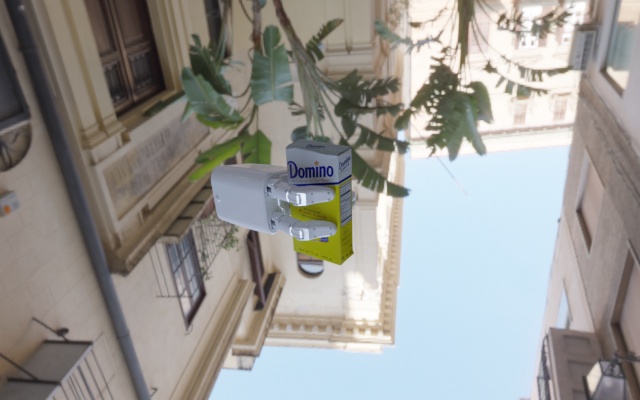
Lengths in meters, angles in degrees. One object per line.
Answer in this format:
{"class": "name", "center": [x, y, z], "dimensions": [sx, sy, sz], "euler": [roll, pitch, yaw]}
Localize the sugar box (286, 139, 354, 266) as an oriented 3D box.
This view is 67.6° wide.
{"class": "sugar box", "center": [0.000, 0.003, 0.711], "dimensions": [0.093, 0.176, 0.048], "euler": [13, 31, 32]}
